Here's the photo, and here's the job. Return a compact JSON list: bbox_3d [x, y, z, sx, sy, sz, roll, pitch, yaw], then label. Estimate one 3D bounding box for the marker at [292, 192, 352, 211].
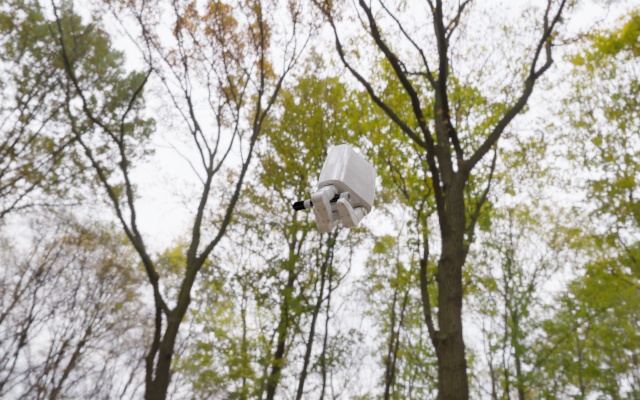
[{"bbox_3d":[0.000,0.003,0.895,0.121,0.020,0.020,-10,-5,28],"label":"marker"}]
